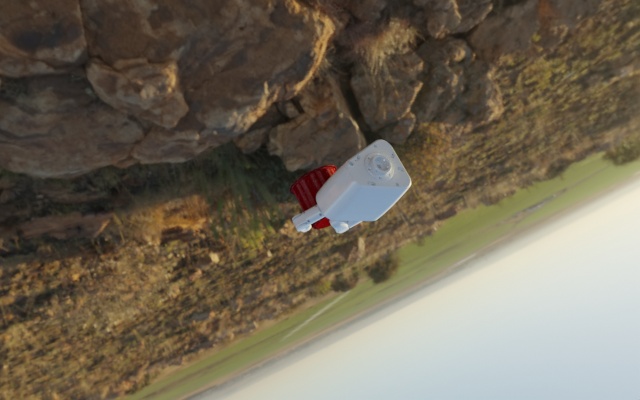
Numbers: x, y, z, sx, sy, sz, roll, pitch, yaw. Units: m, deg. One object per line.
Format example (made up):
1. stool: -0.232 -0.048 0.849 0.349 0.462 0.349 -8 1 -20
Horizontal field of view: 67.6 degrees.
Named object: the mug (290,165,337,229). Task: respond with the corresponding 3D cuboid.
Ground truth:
1. mug: 0.000 0.004 0.844 0.093 0.081 0.117 -17 -20 -32
